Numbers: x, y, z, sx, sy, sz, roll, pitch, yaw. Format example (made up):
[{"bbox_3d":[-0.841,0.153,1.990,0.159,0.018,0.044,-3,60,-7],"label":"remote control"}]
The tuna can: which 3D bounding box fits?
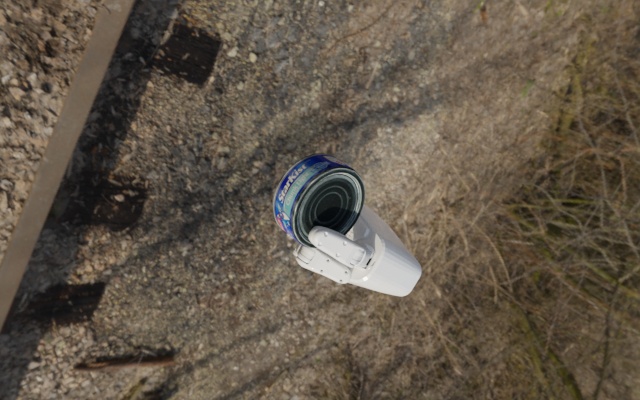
[{"bbox_3d":[0.000,0.002,0.447,0.086,0.086,0.033,0,25,-40],"label":"tuna can"}]
